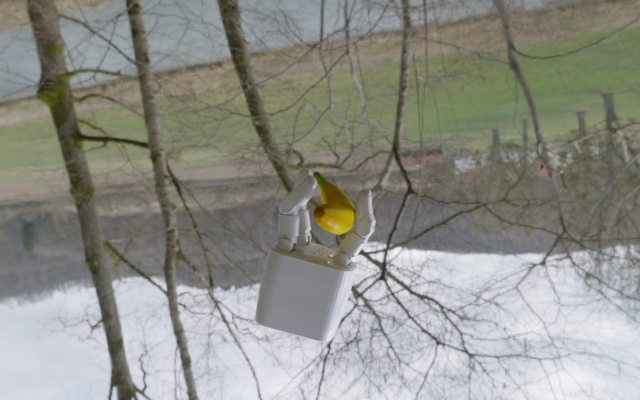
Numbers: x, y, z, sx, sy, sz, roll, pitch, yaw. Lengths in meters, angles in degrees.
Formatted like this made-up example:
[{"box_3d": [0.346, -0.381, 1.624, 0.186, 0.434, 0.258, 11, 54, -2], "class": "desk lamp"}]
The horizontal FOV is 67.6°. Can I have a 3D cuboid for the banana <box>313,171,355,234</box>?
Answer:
[{"box_3d": [0.015, 0.011, 0.619, 0.069, 0.037, 0.197, 33, 10, -10], "class": "banana"}]
